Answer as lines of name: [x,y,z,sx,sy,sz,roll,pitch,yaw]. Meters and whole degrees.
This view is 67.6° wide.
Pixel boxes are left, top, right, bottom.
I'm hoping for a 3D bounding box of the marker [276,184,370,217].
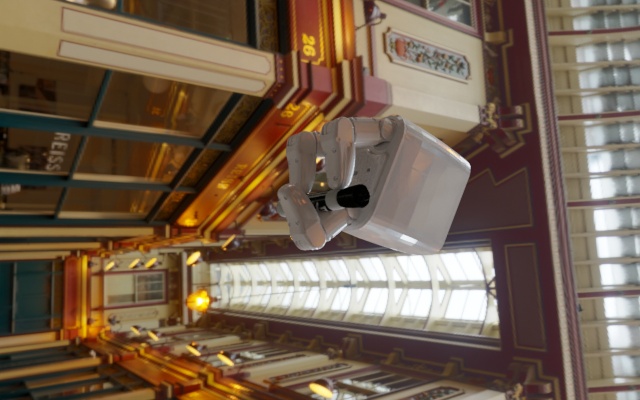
marker: [0.000,0.001,0.418,0.020,0.020,0.121,0,-6,-36]
